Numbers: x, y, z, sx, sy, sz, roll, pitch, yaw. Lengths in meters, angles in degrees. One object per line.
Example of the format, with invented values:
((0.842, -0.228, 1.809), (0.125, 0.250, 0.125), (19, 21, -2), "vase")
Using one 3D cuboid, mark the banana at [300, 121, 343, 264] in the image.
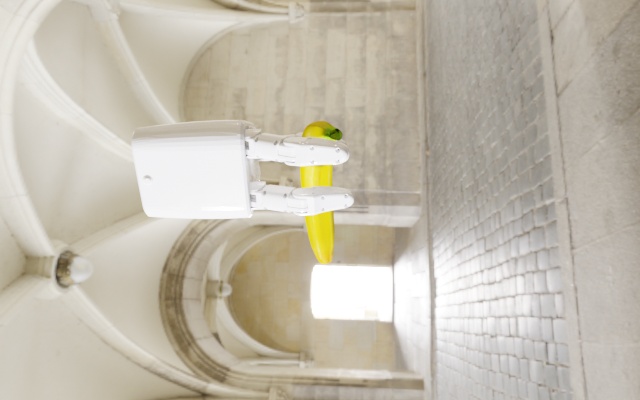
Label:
((-0.002, -0.014, 0.520), (0.037, 0.069, 0.198), (-5, -44, -5), "banana")
